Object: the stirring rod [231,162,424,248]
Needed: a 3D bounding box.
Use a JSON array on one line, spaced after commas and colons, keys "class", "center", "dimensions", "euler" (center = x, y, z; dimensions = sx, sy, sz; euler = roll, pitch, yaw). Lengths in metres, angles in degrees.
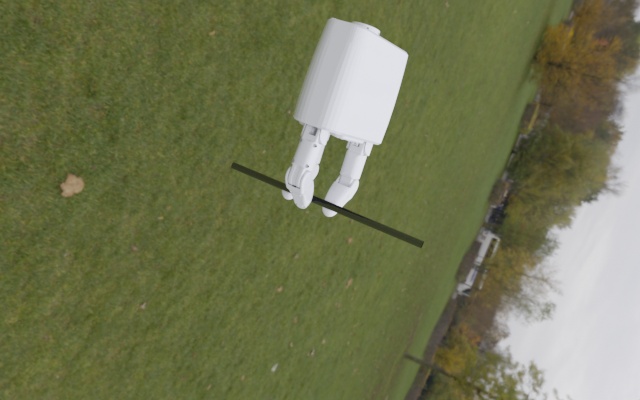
[{"class": "stirring rod", "center": [0.000, 0.002, 0.530], "dimensions": [0.239, 0.011, 0.011], "euler": [23, 8, 20]}]
